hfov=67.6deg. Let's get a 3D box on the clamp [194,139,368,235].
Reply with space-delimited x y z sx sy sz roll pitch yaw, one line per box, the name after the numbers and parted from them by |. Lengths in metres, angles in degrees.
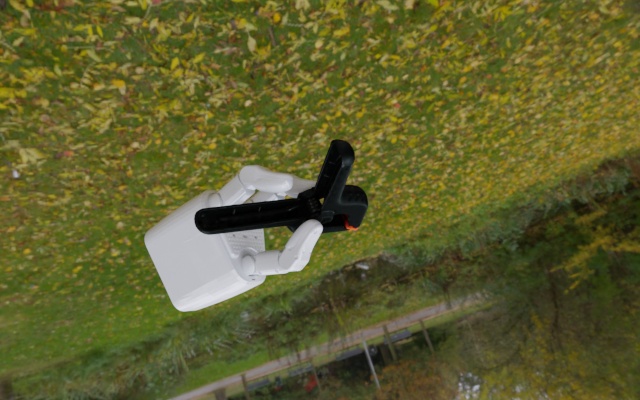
0.000 0.003 0.492 0.164 0.036 0.210 -27 -21 26 | clamp
